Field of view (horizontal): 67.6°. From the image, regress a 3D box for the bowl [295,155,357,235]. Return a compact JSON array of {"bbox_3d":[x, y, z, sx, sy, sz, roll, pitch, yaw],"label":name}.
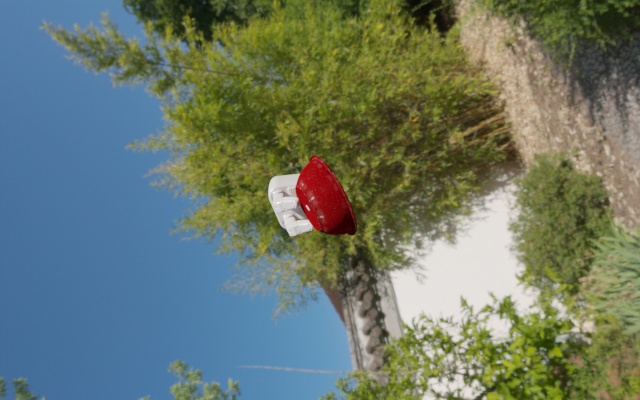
[{"bbox_3d":[0.000,0.003,0.854,0.055,0.162,0.162,-28,7,-14],"label":"bowl"}]
